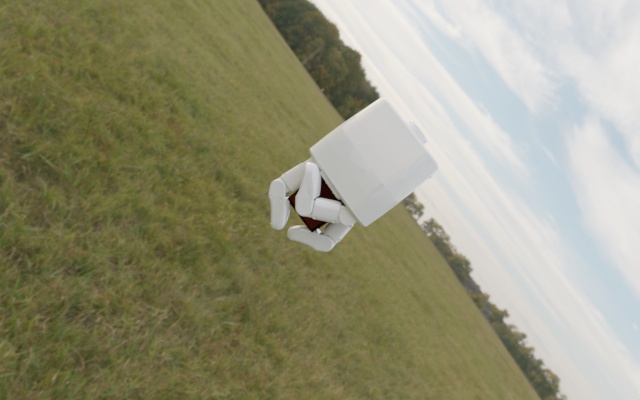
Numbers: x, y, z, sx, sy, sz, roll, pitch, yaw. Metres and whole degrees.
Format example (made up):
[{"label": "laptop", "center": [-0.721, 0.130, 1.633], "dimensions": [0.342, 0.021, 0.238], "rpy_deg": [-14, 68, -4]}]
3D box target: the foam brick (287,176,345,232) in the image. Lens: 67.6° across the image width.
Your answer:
[{"label": "foam brick", "center": [0.000, 0.002, 0.598], "dimensions": [0.051, 0.053, 0.078], "rpy_deg": [-37, -2, 8]}]
